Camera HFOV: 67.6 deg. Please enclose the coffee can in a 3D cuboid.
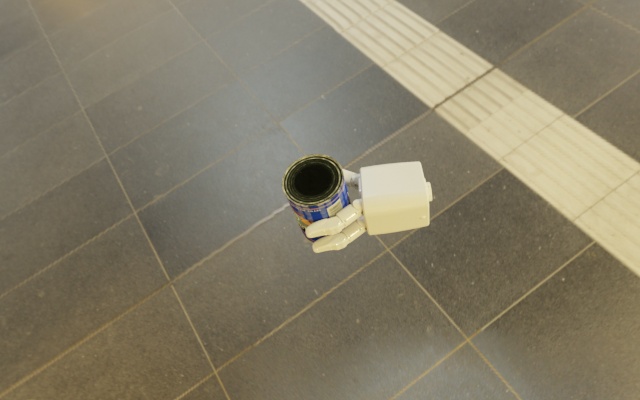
[{"bbox_3d":[0.000,0.003,0.826,0.103,0.102,0.140,0,-32,13],"label":"coffee can"}]
